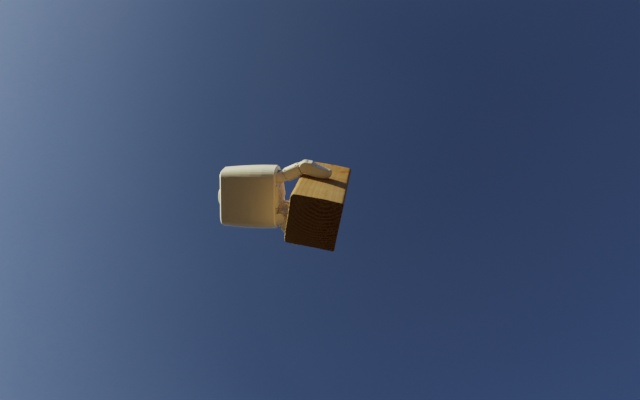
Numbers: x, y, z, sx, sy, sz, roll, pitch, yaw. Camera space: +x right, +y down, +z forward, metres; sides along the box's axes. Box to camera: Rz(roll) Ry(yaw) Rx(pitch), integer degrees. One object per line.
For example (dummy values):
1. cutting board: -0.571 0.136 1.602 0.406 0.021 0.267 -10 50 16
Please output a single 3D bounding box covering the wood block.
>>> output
1. wood block: 0.000 0.002 0.884 0.090 0.091 0.206 11 21 3
